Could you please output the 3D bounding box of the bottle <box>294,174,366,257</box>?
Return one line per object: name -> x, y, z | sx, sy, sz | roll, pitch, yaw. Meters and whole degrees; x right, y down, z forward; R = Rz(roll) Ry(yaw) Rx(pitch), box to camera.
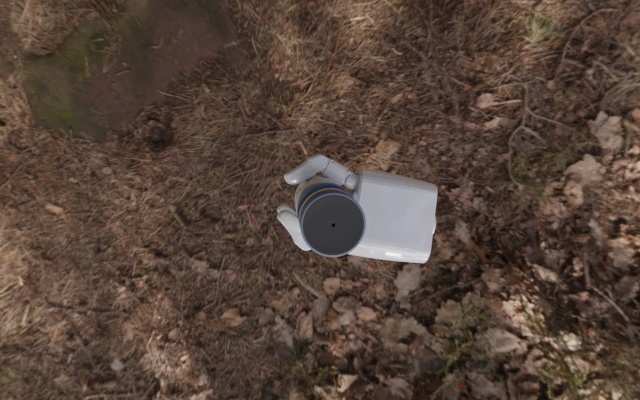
bottle -> 0.000, 0.002, 0.621 | 0.069, 0.069, 0.295 | 0, 9, -5
